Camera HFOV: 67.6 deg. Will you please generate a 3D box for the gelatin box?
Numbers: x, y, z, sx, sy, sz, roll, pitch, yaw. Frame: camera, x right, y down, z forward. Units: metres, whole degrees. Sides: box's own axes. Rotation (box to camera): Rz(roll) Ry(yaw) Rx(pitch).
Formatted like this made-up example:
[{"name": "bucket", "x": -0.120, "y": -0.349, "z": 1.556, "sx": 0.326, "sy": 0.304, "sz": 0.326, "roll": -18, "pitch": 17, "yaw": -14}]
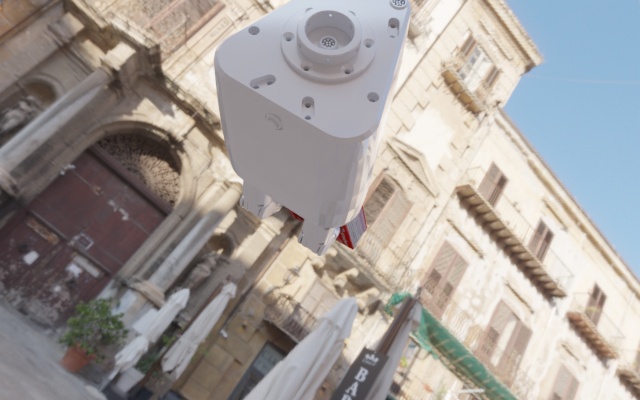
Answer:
[{"name": "gelatin box", "x": 0.000, "y": 0.001, "z": 0.423, "sx": 0.073, "sy": 0.030, "sz": 0.089, "roll": 27, "pitch": -19, "yaw": 23}]
